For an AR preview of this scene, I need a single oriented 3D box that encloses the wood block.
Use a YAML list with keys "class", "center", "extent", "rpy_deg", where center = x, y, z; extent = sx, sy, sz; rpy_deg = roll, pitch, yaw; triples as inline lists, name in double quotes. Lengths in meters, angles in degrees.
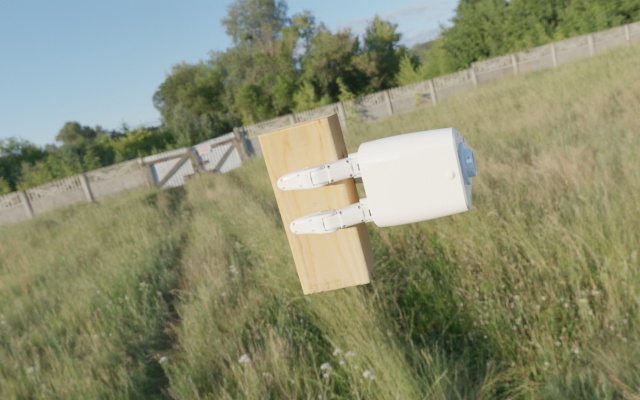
- class: "wood block"
  center: [0.000, 0.002, 0.612]
  extent: [0.090, 0.206, 0.090]
  rpy_deg: [-13, 11, 12]
